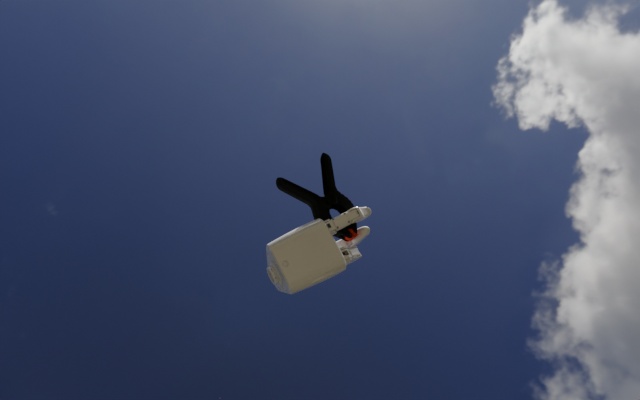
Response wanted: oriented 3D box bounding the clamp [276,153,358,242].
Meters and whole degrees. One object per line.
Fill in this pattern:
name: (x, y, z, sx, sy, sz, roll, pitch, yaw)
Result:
clamp: (0.000, 0.003, 0.858, 0.120, 0.171, 0.039, -24, -15, -20)
